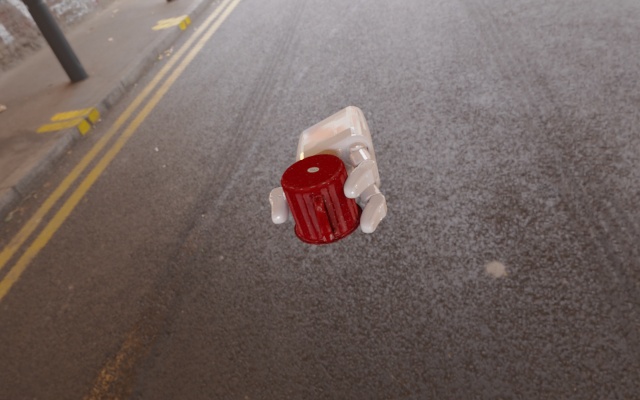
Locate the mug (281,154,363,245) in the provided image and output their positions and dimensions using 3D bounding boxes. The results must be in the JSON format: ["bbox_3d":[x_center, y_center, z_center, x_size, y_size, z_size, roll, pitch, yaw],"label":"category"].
[{"bbox_3d":[0.000,0.003,0.588,0.093,0.081,0.117,-14,33,7],"label":"mug"}]
